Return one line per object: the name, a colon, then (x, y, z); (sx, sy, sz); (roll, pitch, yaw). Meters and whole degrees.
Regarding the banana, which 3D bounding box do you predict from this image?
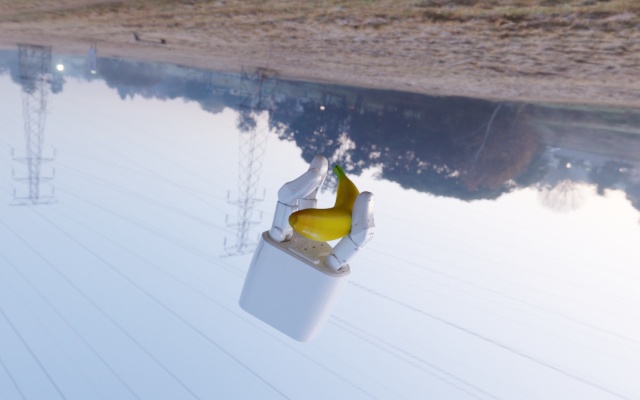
banana: (0.016, 0.012, 0.569); (0.069, 0.037, 0.197); (39, 23, 0)
